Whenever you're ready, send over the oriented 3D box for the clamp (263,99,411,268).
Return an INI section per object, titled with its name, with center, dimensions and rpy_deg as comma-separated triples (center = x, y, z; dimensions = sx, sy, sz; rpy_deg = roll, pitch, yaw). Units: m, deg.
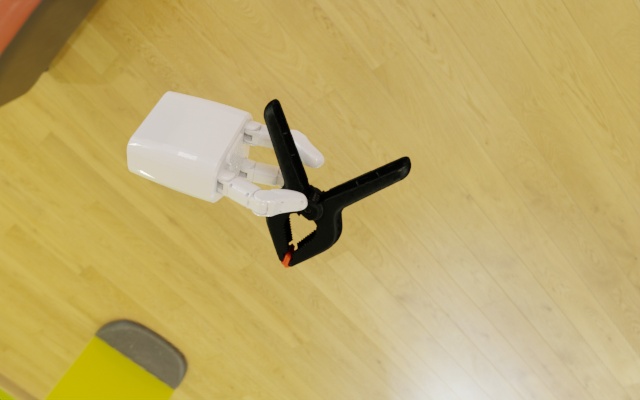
[clamp]
center = 0.000, 0.003, 0.548
dimensions = 0.164, 0.210, 0.036
rpy_deg = 19, 36, 5
